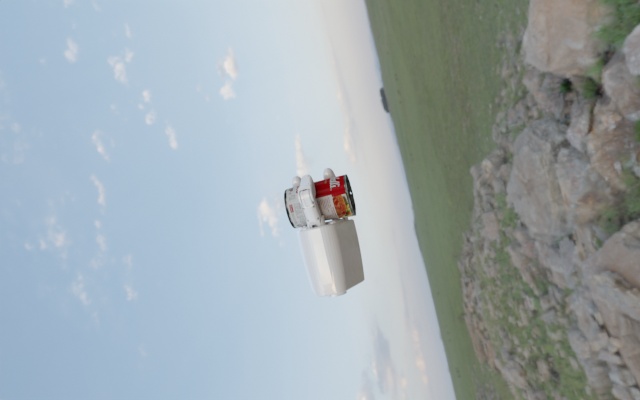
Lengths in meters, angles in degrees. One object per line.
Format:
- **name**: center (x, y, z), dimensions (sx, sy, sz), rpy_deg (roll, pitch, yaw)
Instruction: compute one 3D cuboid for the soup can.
- **soup can**: center (0.000, 0.002, 0.764), dimensions (0.102, 0.068, 0.068), rpy_deg (-13, -2, 10)
